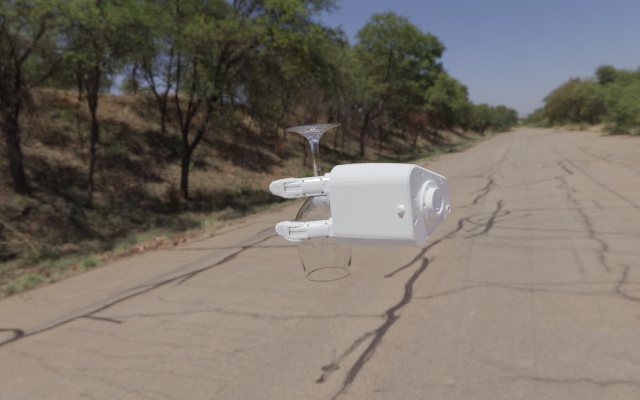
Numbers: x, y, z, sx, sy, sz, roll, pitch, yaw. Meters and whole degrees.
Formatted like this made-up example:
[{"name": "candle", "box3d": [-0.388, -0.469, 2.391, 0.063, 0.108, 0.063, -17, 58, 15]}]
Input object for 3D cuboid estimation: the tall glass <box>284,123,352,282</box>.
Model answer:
[{"name": "tall glass", "box3d": [0.000, 0.001, 0.632, 0.079, 0.201, 0.079, -6, 7, 1]}]
